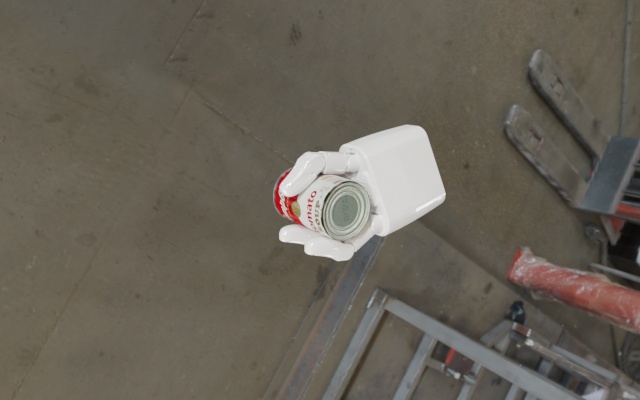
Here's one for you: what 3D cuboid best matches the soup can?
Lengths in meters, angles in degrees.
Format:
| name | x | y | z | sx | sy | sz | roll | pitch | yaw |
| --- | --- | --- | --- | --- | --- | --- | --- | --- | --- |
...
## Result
| name | x | y | z | sx | sy | sz | roll | pitch | yaw |
| --- | --- | --- | --- | --- | --- | --- | --- | --- | --- |
| soup can | 0.000 | 0.002 | 0.549 | 0.068 | 0.068 | 0.102 | 0 | 12 | -36 |
